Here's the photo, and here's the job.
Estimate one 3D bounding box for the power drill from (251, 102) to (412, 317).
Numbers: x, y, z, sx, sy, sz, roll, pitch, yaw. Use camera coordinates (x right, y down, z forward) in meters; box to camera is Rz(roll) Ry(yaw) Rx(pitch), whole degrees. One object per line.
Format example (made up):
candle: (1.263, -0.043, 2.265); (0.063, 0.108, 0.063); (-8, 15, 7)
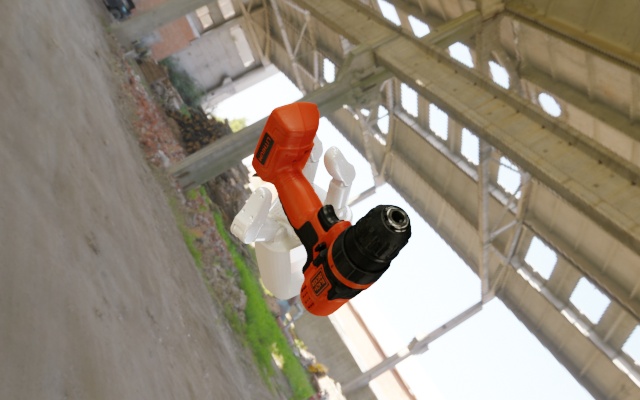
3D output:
power drill: (0.000, 0.001, 0.453); (0.057, 0.187, 0.184); (-10, -26, -30)
